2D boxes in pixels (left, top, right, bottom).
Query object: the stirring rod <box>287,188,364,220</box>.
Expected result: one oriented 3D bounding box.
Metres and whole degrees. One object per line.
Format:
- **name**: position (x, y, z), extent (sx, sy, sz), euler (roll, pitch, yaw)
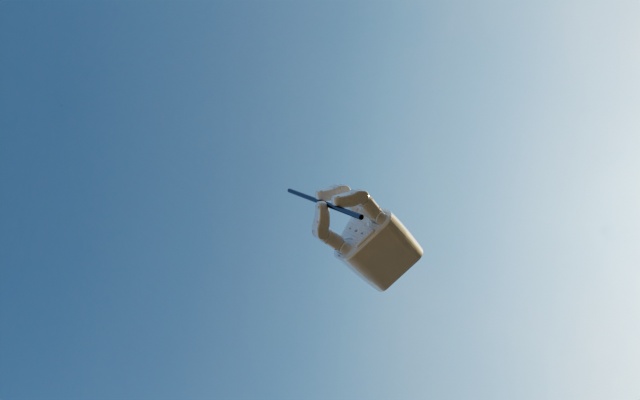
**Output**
- **stirring rod**: position (0.000, 0.003, 0.764), extent (0.011, 0.011, 0.239), euler (0, 10, -29)
